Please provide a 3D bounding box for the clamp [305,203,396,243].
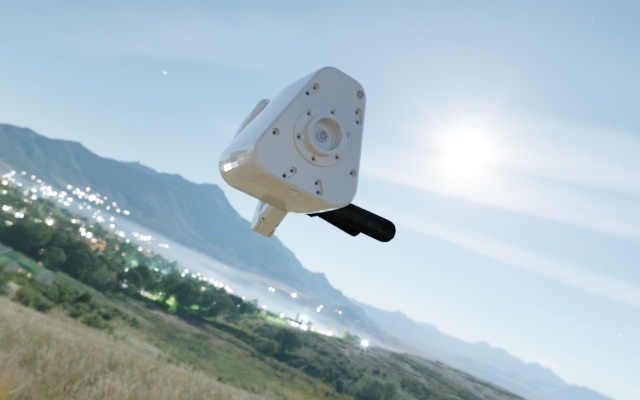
[{"bbox_3d":[0.000,0.001,0.521,0.171,0.039,0.120,27,-13,-21],"label":"clamp"}]
